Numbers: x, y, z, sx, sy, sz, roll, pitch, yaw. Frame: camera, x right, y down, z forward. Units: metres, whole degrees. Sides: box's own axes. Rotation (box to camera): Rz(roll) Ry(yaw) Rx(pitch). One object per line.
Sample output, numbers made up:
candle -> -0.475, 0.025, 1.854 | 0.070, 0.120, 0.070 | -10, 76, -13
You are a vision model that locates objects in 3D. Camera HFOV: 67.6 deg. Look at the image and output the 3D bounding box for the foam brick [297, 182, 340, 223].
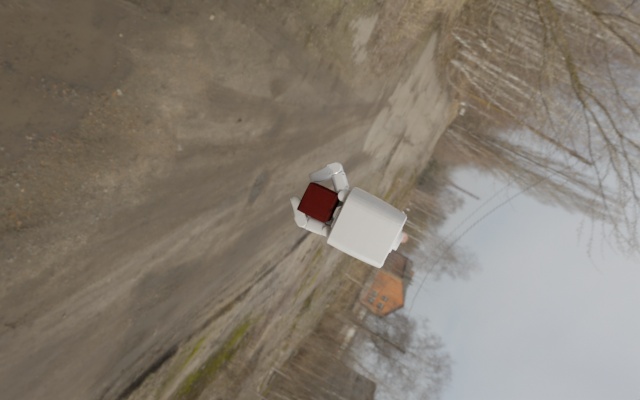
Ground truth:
foam brick -> 0.000, 0.003, 0.823 | 0.051, 0.053, 0.078 | 27, 6, 9
